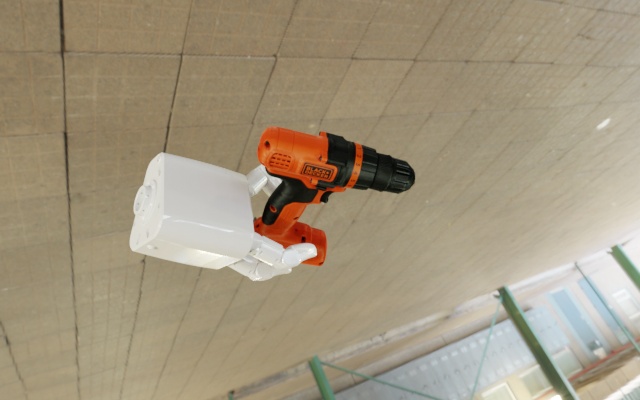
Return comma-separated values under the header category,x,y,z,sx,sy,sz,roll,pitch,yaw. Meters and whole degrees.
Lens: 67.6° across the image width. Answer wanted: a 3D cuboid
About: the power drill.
category,x,y,z,sx,sy,sz,roll,pitch,yaw
power drill,0.000,0.002,0.583,0.184,0.057,0.188,13,-48,-13
